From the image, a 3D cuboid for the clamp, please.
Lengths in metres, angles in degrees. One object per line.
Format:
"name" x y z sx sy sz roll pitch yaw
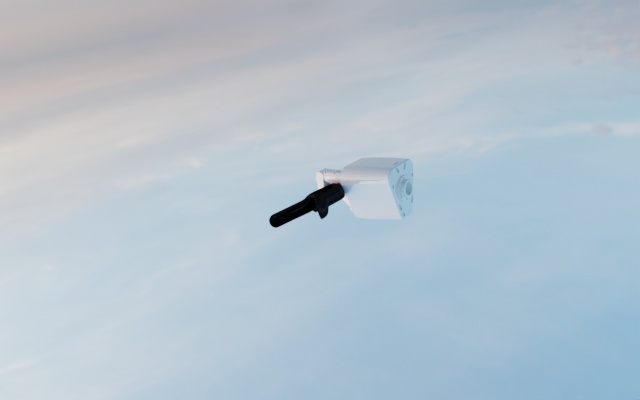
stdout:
"clamp" 0.000 0.003 0.863 0.120 0.039 0.171 -2 23 41
